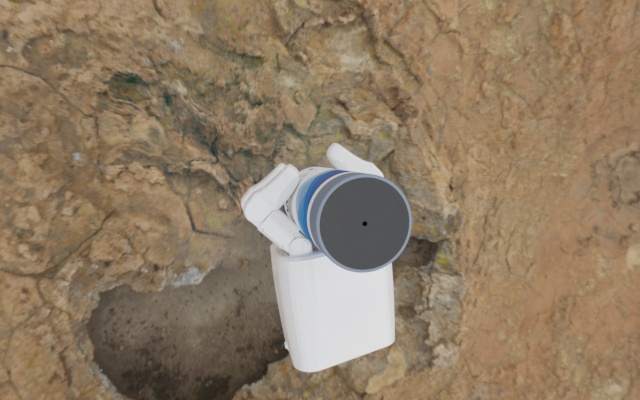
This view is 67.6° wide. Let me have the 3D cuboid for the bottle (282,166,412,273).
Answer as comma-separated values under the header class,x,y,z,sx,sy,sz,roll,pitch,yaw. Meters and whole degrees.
class,x,y,z,sx,sy,sz,roll,pitch,yaw
bottle,0.000,0.001,0.458,0.069,0.069,0.295,0,5,-12
